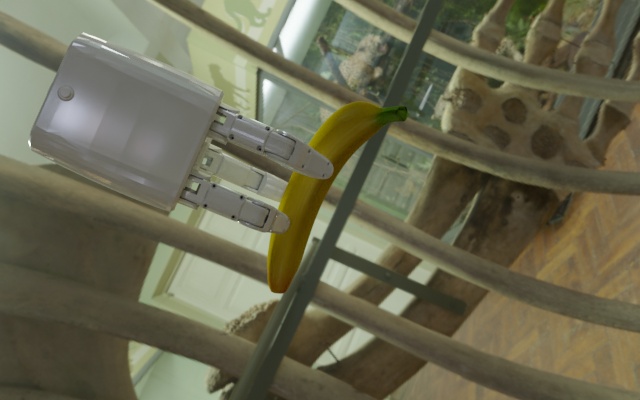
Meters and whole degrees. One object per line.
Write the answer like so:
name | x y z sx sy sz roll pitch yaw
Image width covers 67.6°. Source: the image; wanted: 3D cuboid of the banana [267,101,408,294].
banana | -0.003 -0.011 0.415 0.037 0.198 0.069 21 22 -28
